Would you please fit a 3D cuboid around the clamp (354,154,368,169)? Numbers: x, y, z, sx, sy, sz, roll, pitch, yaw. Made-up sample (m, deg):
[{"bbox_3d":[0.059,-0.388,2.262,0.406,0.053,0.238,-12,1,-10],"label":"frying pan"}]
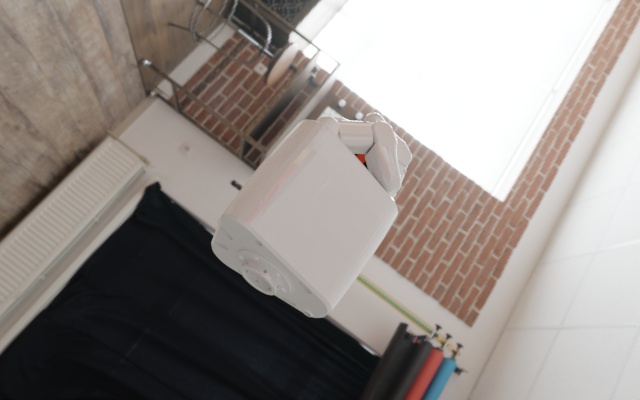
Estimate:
[{"bbox_3d":[0.001,0.002,0.487,0.039,0.120,0.171,38,-31,0],"label":"clamp"}]
